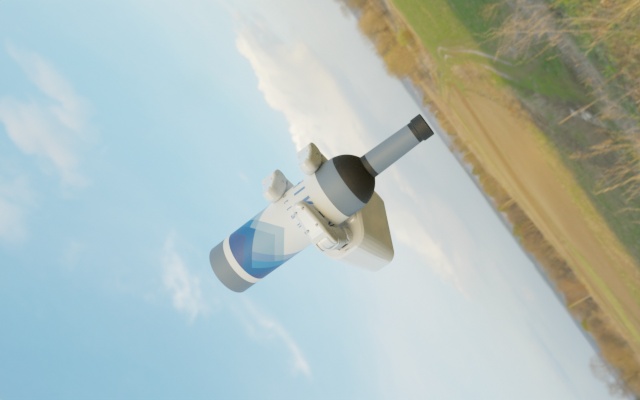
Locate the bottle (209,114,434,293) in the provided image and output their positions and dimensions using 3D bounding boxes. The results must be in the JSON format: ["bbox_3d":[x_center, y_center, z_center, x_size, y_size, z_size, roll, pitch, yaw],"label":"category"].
[{"bbox_3d":[0.000,0.002,0.550,0.296,0.069,0.069,-36,-12,16],"label":"bottle"}]
